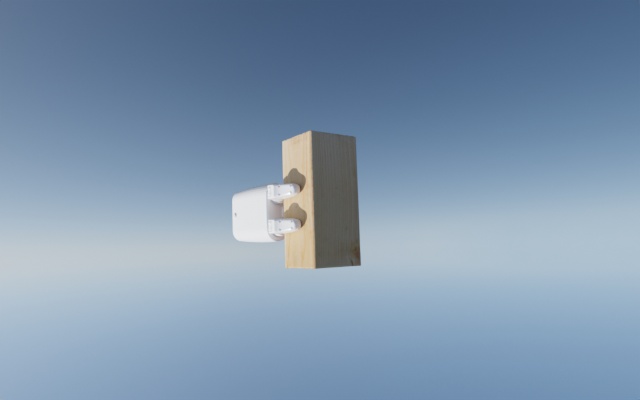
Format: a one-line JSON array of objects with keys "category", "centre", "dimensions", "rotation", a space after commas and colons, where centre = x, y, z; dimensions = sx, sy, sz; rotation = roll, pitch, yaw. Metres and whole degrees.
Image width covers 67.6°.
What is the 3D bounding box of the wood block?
[{"category": "wood block", "centre": [0.000, 0.003, 0.763], "dimensions": [0.091, 0.206, 0.090], "rotation": [2, -7, -35]}]
